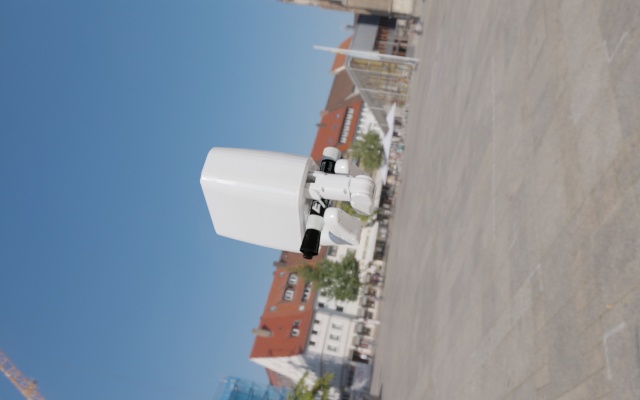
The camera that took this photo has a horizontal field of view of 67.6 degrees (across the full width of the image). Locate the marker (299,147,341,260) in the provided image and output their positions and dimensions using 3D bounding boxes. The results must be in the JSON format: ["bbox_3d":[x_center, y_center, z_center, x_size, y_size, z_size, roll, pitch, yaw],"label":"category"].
[{"bbox_3d":[0.000,0.002,0.481,0.020,0.121,0.020,11,-24,5],"label":"marker"}]
